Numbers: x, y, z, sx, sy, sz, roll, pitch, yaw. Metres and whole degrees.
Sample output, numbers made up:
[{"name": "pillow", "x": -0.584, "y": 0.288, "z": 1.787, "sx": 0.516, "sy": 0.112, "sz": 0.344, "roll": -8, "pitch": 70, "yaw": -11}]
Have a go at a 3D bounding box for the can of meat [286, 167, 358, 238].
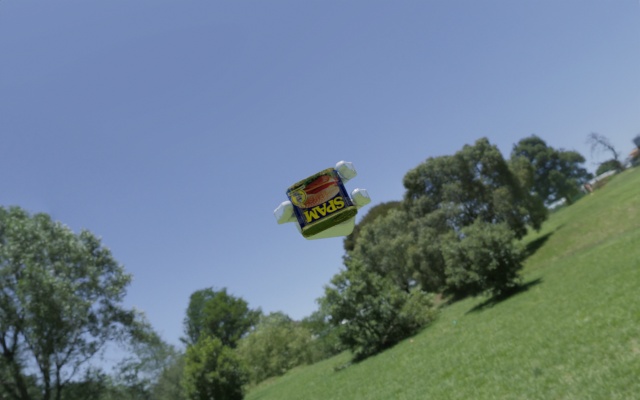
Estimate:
[{"name": "can of meat", "x": 0.000, "y": 0.002, "z": 0.812, "sx": 0.102, "sy": 0.084, "sz": 0.057, "roll": -24, "pitch": -18, "yaw": 0}]
